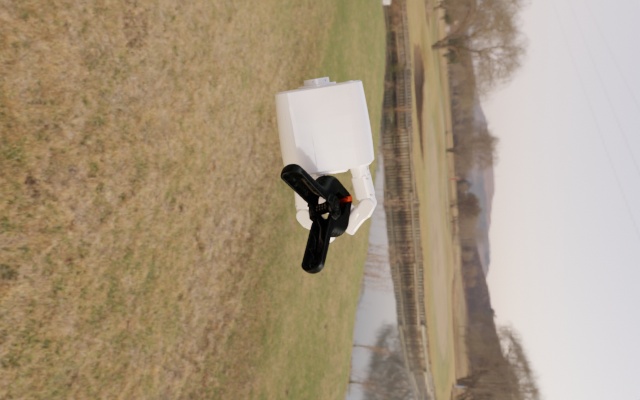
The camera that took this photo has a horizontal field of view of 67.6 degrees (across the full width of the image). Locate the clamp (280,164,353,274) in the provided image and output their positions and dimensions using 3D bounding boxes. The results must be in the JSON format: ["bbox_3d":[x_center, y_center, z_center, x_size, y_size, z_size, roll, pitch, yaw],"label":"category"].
[{"bbox_3d":[0.001,0.002,0.574,0.039,0.120,0.171,-6,14,17],"label":"clamp"}]
